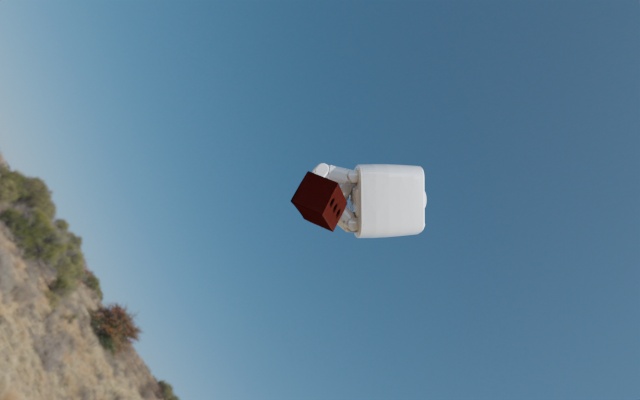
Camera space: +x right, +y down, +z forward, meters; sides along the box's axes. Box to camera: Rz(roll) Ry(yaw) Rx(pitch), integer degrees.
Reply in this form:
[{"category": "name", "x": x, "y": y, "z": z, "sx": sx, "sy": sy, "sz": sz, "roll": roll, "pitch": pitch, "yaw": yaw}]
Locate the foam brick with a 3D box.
[{"category": "foam brick", "x": 0.000, "y": 0.002, "z": 0.688, "sx": 0.051, "sy": 0.053, "sz": 0.078, "roll": 23, "pitch": -14, "yaw": 21}]
